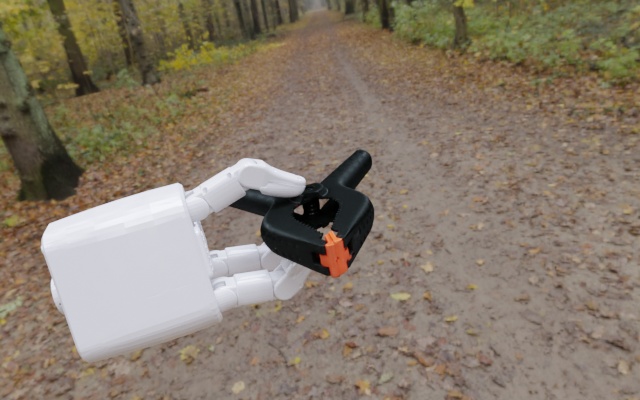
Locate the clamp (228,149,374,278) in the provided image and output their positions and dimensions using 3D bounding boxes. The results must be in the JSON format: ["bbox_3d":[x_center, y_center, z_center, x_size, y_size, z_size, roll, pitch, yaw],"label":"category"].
[{"bbox_3d":[0.000,0.001,0.425,0.164,0.036,0.210,-18,23,-12],"label":"clamp"}]
